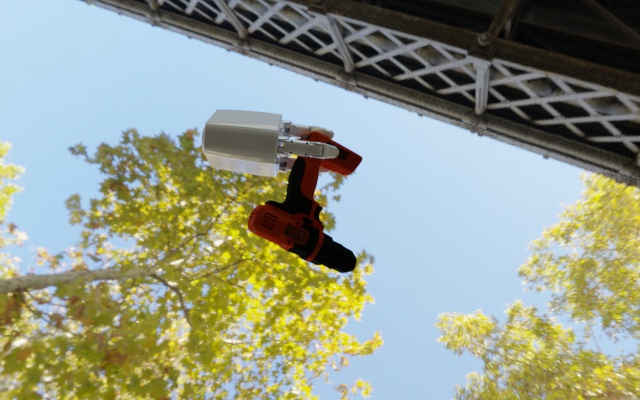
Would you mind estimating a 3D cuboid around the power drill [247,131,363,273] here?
[{"bbox_3d":[0.000,0.002,0.743,0.184,0.187,0.057,28,-19,-20],"label":"power drill"}]
